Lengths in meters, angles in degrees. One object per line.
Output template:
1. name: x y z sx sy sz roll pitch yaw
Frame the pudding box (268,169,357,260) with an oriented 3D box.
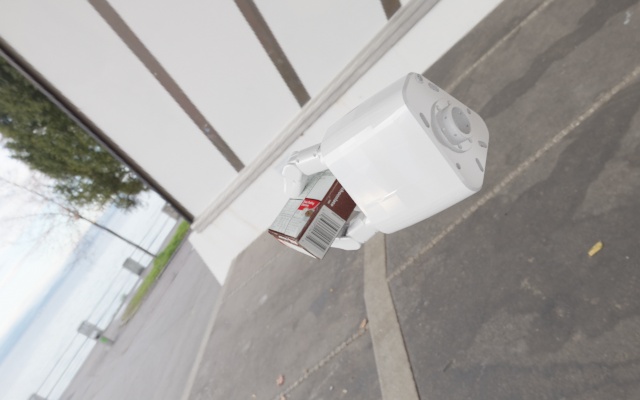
1. pudding box: 0.000 0.002 0.511 0.039 0.113 0.090 40 -13 -21
